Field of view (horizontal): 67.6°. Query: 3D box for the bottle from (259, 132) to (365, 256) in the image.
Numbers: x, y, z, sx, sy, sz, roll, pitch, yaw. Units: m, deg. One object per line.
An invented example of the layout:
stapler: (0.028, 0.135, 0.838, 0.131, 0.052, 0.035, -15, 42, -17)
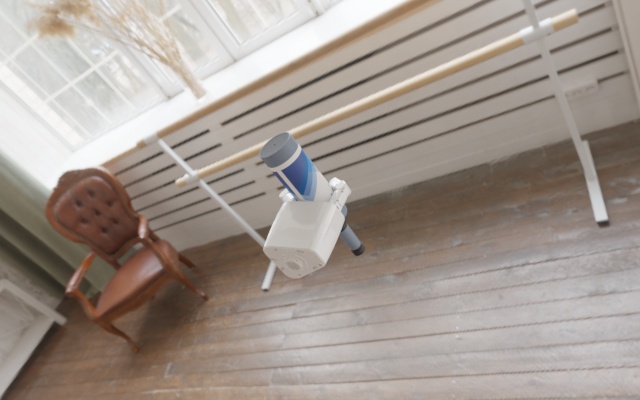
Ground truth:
bottle: (0.000, 0.003, 0.897, 0.069, 0.069, 0.296, 0, -43, 47)
